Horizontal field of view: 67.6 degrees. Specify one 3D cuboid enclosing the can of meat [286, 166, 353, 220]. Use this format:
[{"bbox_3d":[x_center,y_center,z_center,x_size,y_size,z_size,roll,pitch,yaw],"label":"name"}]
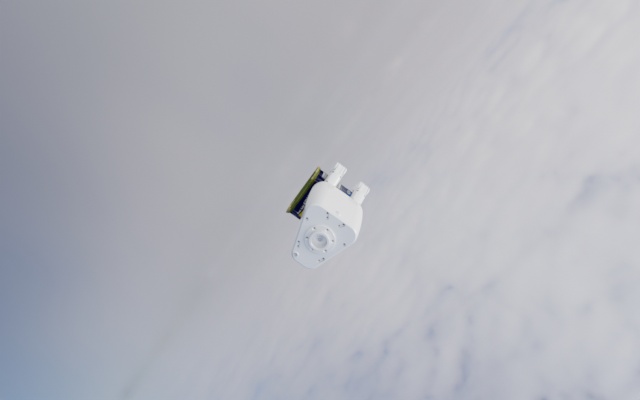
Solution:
[{"bbox_3d":[0.000,0.003,0.879,0.084,0.102,0.057,35,17,-5],"label":"can of meat"}]
